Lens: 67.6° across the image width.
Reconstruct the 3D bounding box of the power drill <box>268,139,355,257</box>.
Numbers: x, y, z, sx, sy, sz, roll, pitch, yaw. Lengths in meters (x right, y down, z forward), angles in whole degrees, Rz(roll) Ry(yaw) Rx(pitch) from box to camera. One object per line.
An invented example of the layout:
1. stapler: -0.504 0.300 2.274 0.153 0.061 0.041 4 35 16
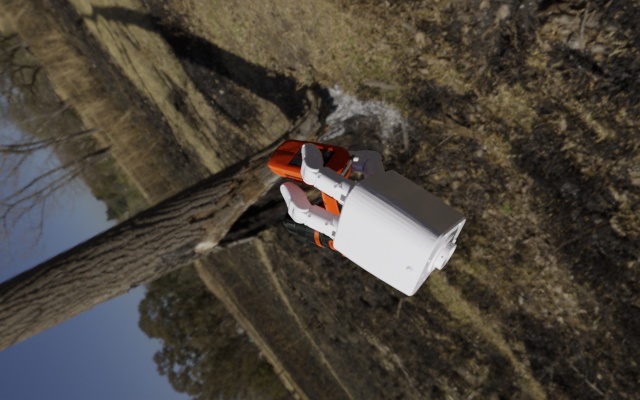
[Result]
1. power drill: 0.000 0.002 0.655 0.184 0.057 0.188 12 -33 33
